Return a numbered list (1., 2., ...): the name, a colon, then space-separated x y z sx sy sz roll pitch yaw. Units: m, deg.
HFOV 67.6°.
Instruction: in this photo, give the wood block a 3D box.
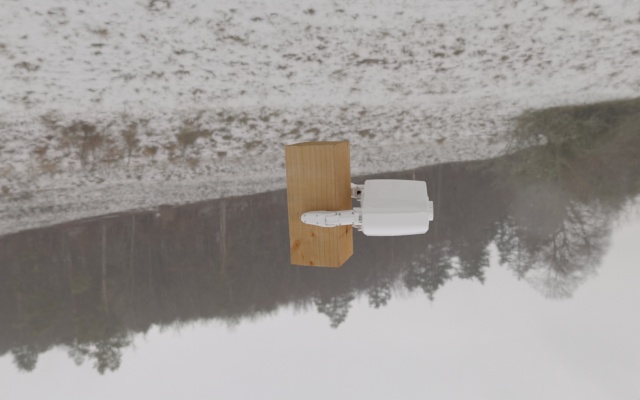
1. wood block: 0.000 0.003 0.832 0.090 0.206 0.091 1 11 20
